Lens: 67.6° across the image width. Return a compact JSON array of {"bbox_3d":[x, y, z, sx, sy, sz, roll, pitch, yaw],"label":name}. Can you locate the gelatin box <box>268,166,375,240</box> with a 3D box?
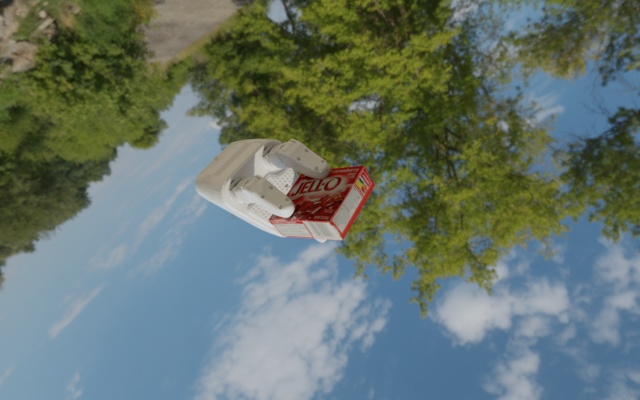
[{"bbox_3d":[0.001,0.002,0.478,0.089,0.073,0.030,-1,-44,45],"label":"gelatin box"}]
